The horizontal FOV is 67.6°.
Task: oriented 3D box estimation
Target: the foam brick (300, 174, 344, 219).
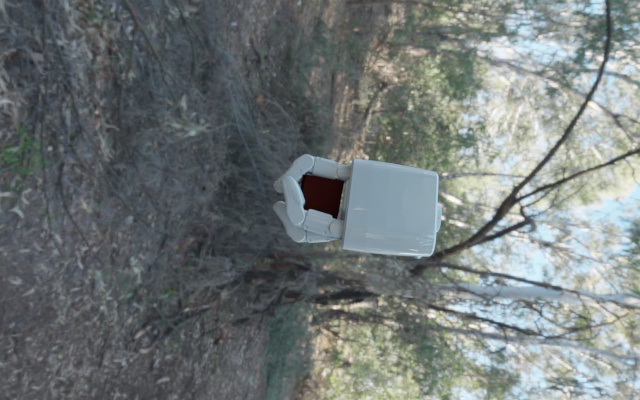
[{"bbox_3d":[0.000,0.002,0.611,0.051,0.053,0.078,10,-6,2],"label":"foam brick"}]
